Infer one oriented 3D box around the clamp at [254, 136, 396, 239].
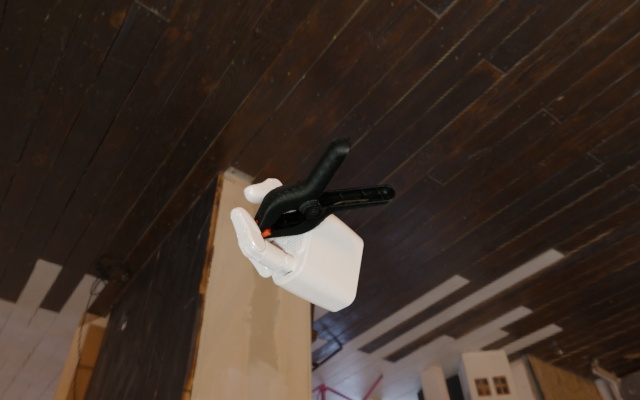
[{"bbox_3d":[0.000,0.002,0.555,0.171,0.039,0.120,-32,-50,28],"label":"clamp"}]
